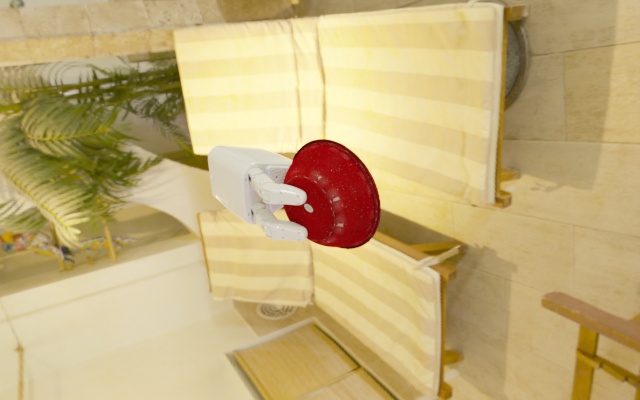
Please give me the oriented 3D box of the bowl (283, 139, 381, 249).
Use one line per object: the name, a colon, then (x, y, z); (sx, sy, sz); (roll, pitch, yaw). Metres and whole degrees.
bowl: (0.001, 0.002, 0.641); (0.162, 0.162, 0.055); (0, 21, 43)
